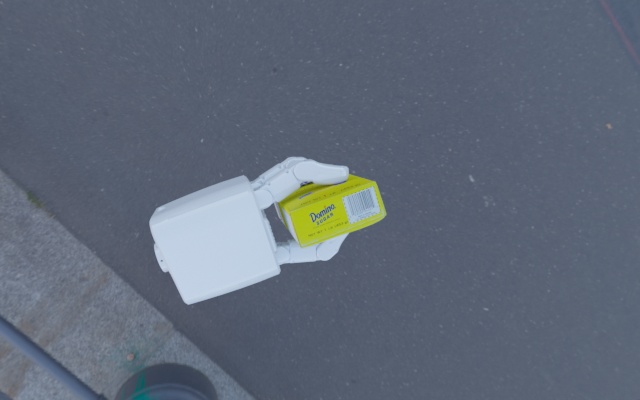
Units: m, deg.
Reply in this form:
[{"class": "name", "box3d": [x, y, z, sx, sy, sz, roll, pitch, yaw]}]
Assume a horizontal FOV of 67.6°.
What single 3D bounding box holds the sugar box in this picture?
[{"class": "sugar box", "box3d": [0.000, 0.001, 0.545, 0.093, 0.048, 0.176, -19, 13, -10]}]
